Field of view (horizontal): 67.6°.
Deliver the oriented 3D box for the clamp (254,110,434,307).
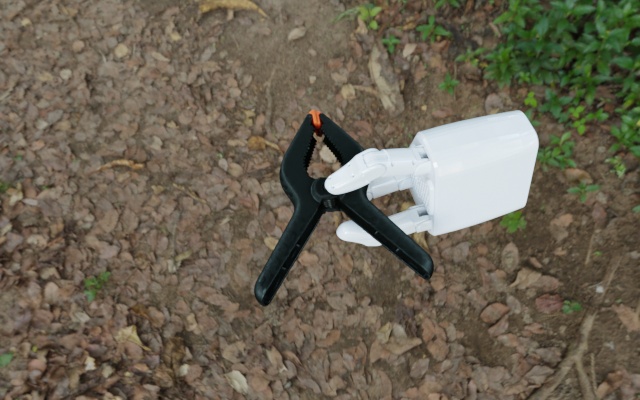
[{"bbox_3d":[0.000,0.001,0.475,0.164,0.210,0.036,-15,-29,-4],"label":"clamp"}]
